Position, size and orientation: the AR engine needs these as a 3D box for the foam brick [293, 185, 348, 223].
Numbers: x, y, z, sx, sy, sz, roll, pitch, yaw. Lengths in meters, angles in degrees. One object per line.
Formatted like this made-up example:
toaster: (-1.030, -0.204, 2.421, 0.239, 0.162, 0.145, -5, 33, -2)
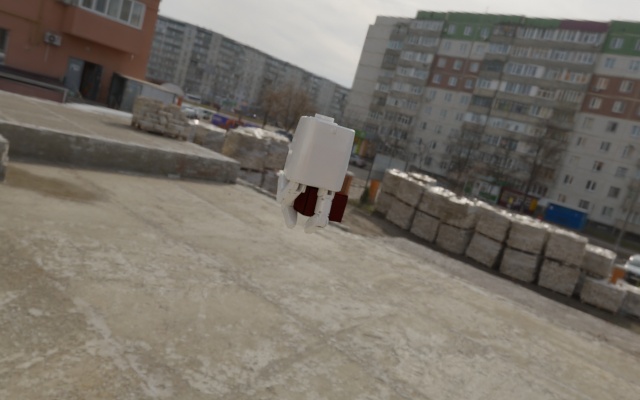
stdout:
foam brick: (0.000, 0.003, 0.839, 0.078, 0.051, 0.053, 12, 8, -27)
